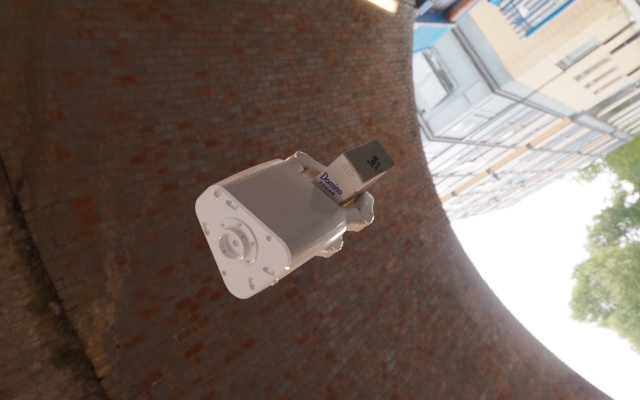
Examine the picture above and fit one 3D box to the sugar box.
[{"bbox_3d":[0.000,0.002,0.570,0.176,0.048,0.093,-37,-5,33],"label":"sugar box"}]
